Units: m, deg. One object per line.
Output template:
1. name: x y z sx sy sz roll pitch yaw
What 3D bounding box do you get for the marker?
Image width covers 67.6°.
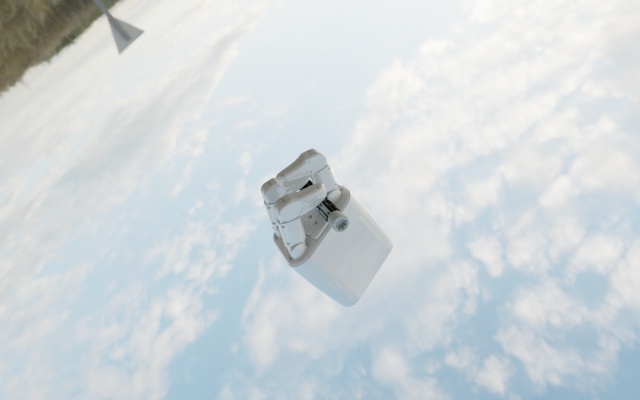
1. marker: 0.000 0.002 0.541 0.020 0.020 0.121 0 22 -23
